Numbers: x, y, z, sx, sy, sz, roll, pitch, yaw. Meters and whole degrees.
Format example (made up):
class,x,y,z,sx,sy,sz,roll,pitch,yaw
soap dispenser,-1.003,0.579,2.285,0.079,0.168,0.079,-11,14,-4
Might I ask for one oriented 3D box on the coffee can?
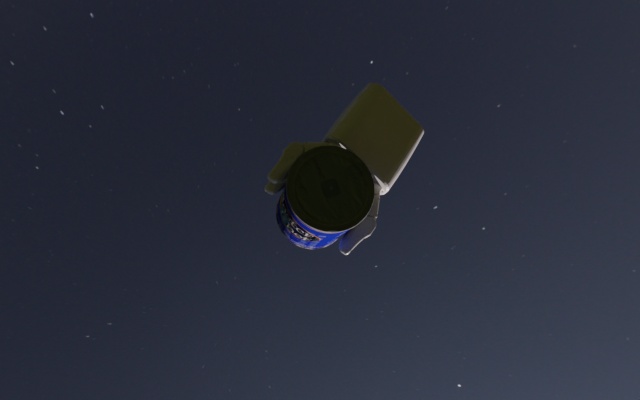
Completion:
class,x,y,z,sx,sy,sz,roll,pitch,yaw
coffee can,0.000,0.002,0.608,0.103,0.102,0.140,0,-14,-11
